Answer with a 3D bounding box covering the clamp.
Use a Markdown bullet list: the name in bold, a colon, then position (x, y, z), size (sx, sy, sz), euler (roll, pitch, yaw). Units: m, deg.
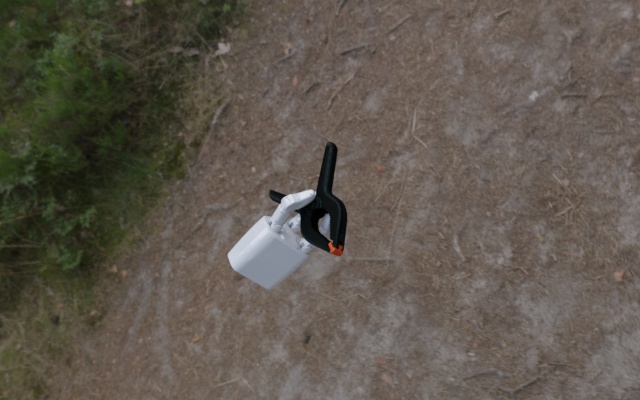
- **clamp**: position (0.000, 0.003, 0.849), size (0.164, 0.209, 0.036), euler (-44, -39, 16)
